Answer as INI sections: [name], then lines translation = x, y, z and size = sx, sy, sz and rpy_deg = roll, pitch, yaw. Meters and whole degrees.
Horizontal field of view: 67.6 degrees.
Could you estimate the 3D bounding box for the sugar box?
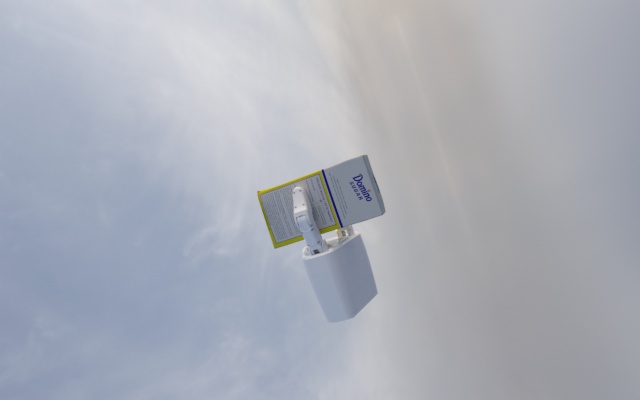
[sugar box]
translation = 0.000, 0.002, 0.714
size = 0.176, 0.093, 0.048
rpy_deg = -18, 1, 15
